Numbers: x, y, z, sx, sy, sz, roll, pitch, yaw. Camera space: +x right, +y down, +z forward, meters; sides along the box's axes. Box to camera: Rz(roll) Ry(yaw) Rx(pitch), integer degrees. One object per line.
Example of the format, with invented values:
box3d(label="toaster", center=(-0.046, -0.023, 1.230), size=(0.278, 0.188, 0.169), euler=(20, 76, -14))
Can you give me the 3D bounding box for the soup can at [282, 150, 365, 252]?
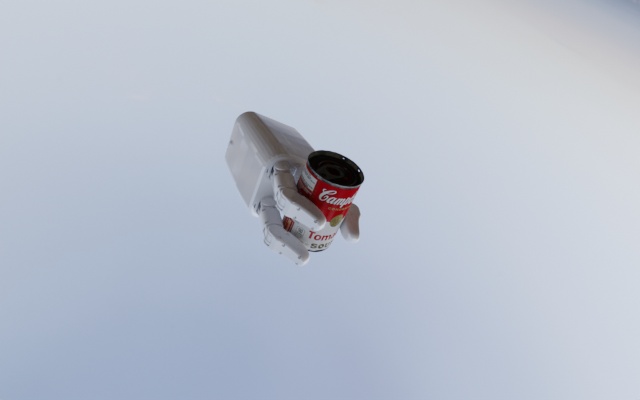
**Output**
box3d(label="soup can", center=(0.000, 0.002, 0.558), size=(0.068, 0.102, 0.068), euler=(17, 34, -12))
